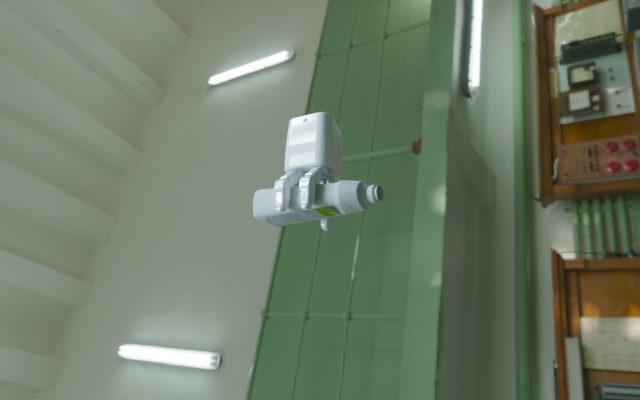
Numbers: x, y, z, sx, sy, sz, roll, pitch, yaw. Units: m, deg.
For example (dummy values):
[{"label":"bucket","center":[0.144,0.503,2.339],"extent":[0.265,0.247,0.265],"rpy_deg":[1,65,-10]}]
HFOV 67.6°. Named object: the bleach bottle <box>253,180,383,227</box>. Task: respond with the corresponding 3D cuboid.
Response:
[{"label":"bleach bottle","center":[0.000,0.003,0.887],"extent":[0.251,0.068,0.102],"rpy_deg":[-7,-17,32]}]
